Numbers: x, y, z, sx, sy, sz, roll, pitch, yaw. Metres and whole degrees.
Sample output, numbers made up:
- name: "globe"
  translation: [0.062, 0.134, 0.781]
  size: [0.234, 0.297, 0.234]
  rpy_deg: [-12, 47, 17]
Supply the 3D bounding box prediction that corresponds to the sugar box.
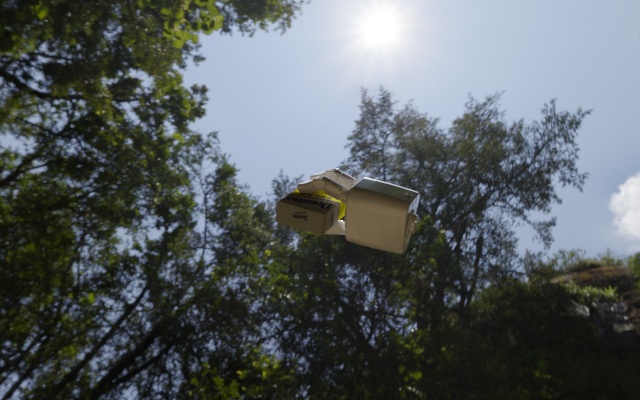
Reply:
- name: "sugar box"
  translation: [0.000, 0.002, 0.872]
  size: [0.093, 0.048, 0.176]
  rpy_deg: [15, 21, 19]
